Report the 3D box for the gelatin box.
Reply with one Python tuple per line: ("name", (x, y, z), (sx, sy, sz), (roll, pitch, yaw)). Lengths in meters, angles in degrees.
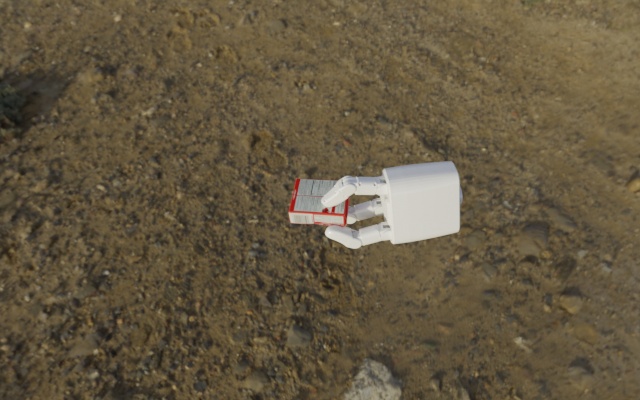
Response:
("gelatin box", (0.000, 0.002, 0.744), (0.089, 0.073, 0.030), (3, -42, 7))
